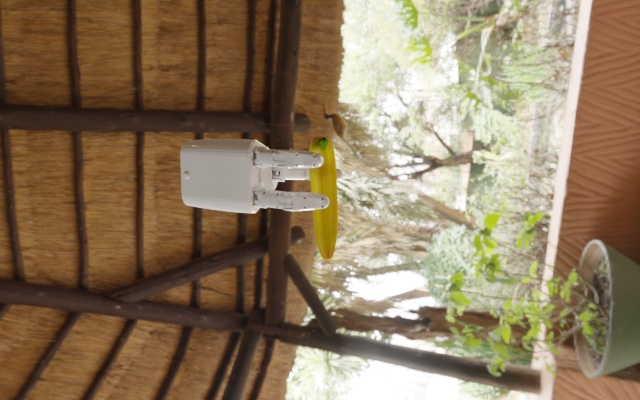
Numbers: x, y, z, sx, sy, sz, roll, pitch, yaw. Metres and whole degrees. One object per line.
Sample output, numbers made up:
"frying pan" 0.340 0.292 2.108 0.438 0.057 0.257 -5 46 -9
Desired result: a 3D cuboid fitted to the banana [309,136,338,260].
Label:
"banana" 0.003 -0.011 0.661 0.037 0.198 0.069 2 35 10
